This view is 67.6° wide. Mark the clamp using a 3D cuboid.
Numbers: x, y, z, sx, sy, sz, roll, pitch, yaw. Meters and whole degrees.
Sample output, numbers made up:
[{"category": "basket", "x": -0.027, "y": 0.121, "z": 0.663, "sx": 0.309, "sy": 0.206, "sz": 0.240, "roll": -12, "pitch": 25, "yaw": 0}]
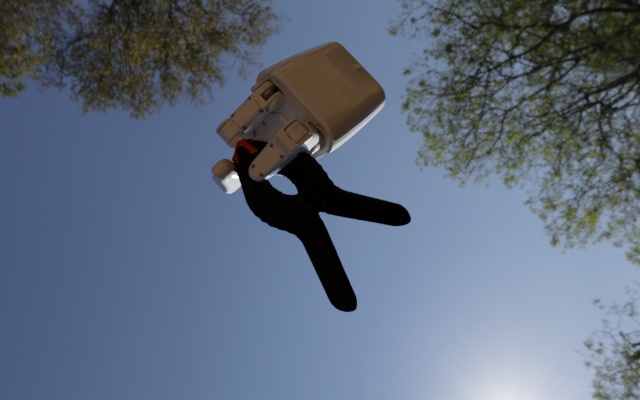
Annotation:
[{"category": "clamp", "x": 0.000, "y": 0.002, "z": 0.426, "sx": 0.120, "sy": 0.171, "sz": 0.039, "roll": -40, "pitch": -5, "yaw": -39}]
